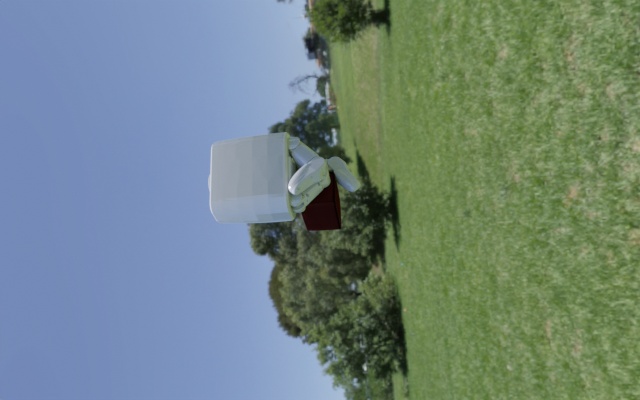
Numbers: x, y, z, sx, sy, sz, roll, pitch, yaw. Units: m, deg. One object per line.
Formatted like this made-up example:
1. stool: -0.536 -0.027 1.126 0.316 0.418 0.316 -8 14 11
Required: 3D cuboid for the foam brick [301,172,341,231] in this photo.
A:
1. foam brick: 0.000 0.002 0.685 0.051 0.053 0.078 -5 -34 7
